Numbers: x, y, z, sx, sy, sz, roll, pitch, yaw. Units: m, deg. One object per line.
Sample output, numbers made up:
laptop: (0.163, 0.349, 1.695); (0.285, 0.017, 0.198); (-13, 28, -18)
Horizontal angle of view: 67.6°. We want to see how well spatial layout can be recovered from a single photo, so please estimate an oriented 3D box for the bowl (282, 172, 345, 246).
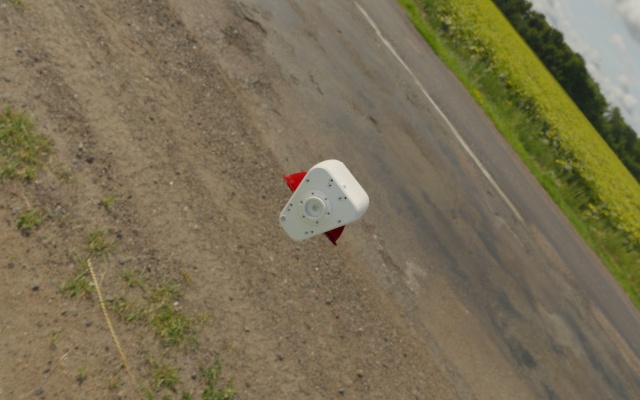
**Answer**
bowl: (0.000, 0.002, 0.868); (0.055, 0.162, 0.162); (-37, 0, 0)
